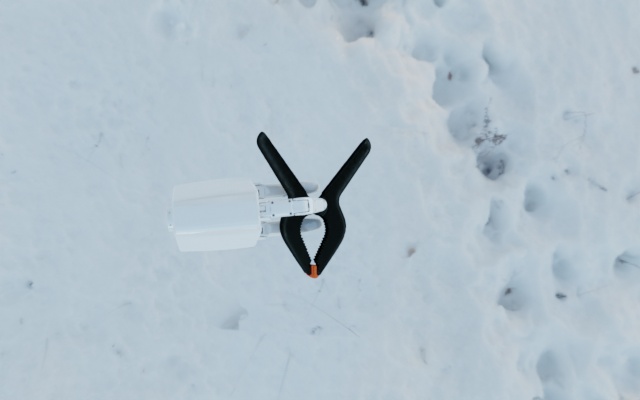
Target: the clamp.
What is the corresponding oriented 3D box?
[{"bbox_3d":[0.000,0.003,0.676,0.164,0.210,0.036,-5,-1,-11],"label":"clamp"}]
